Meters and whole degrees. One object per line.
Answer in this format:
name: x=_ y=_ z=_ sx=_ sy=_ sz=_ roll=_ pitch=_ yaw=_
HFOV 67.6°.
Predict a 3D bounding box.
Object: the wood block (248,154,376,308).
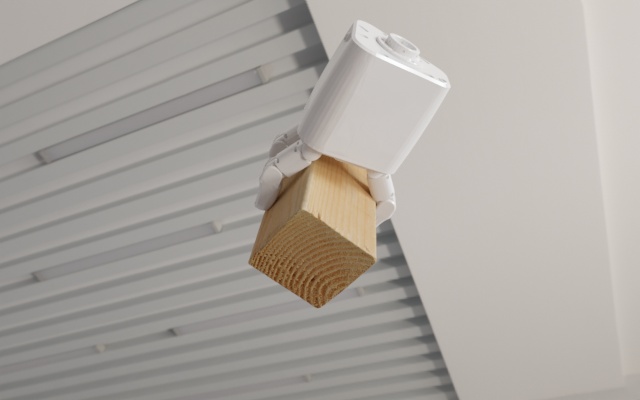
wood block: x=0.001 y=0.002 z=0.527 sx=0.091 sy=0.090 sz=0.206 roll=36 pitch=30 yaw=-16
